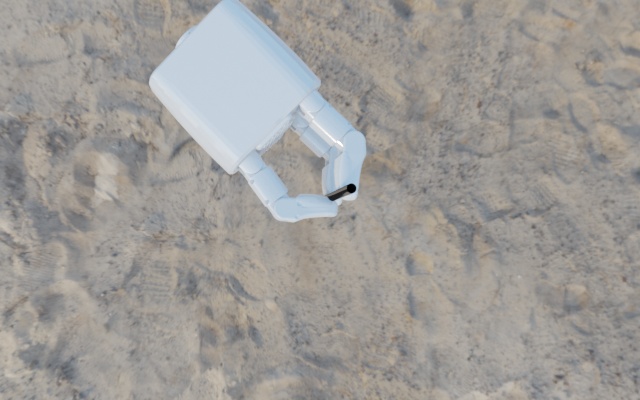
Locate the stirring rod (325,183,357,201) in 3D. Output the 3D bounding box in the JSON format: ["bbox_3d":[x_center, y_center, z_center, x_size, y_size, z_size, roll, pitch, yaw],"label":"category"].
[{"bbox_3d":[0.000,0.002,0.486,0.011,0.011,0.239,0,-5,-12],"label":"stirring rod"}]
